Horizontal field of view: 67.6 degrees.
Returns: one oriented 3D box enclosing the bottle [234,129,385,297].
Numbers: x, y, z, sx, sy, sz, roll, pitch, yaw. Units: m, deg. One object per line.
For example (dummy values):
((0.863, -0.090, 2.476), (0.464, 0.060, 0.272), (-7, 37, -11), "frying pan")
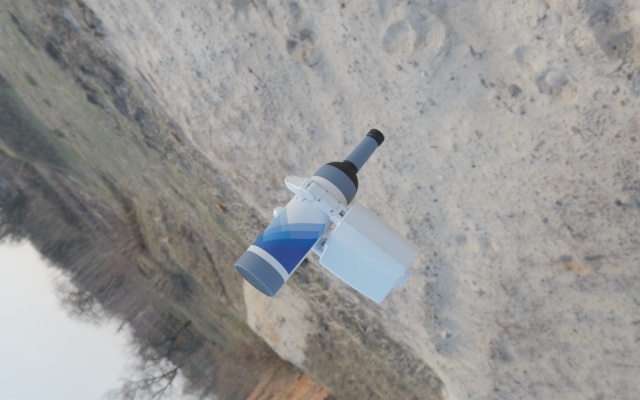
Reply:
((0.000, 0.002, 0.681), (0.069, 0.295, 0.069), (33, -24, 17), "bottle")
